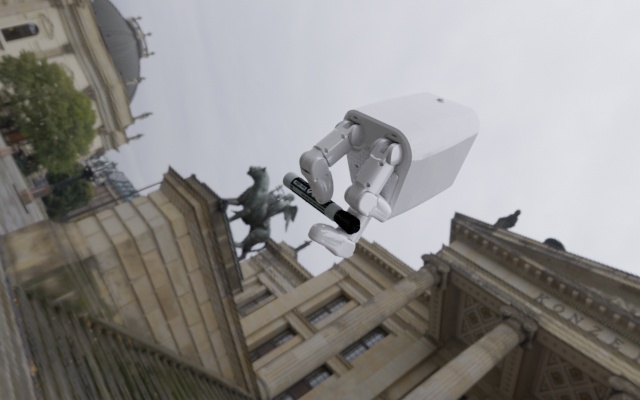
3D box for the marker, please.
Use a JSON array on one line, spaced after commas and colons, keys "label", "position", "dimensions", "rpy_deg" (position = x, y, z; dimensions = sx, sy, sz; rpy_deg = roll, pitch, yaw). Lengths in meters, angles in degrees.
[{"label": "marker", "position": [0.000, 0.002, 0.505], "dimensions": [0.020, 0.020, 0.121], "rpy_deg": [0, 26, -41]}]
